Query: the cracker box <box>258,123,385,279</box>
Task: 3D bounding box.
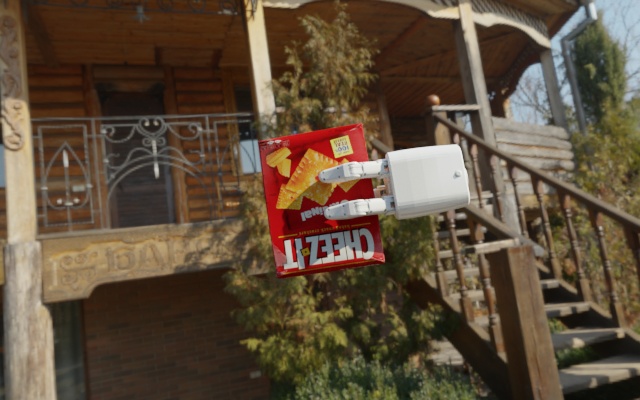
[{"bbox_3d":[0.000,0.002,0.731,0.164,0.213,0.072,-9,-8,2],"label":"cracker box"}]
